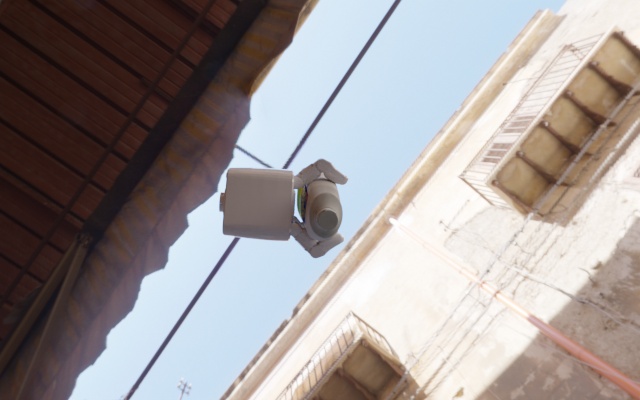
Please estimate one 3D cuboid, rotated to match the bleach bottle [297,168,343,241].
[{"bbox_3d":[0.000,0.003,0.782,0.068,0.102,0.251,5,7,-6],"label":"bleach bottle"}]
